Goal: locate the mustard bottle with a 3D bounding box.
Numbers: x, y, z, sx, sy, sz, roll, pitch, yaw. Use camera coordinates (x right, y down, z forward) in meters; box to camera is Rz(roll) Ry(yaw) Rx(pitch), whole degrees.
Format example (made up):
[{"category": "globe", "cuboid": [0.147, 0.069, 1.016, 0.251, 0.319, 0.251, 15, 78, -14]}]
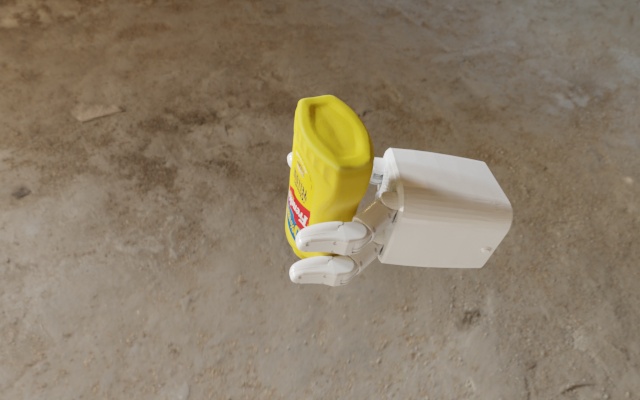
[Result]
[{"category": "mustard bottle", "cuboid": [0.000, 0.001, 0.460, 0.058, 0.096, 0.192, -14, -36, -19]}]
